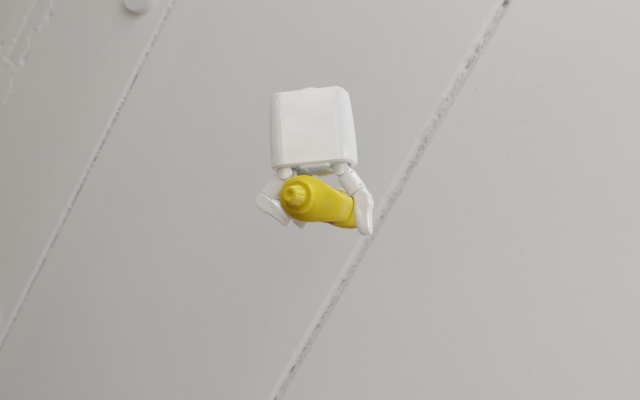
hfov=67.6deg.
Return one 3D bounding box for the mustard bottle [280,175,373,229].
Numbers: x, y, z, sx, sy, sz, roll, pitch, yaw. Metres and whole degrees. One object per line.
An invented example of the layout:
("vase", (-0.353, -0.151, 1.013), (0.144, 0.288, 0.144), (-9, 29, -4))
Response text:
("mustard bottle", (0.000, 0.002, 0.644), (0.096, 0.058, 0.191), (19, 1, 23))
